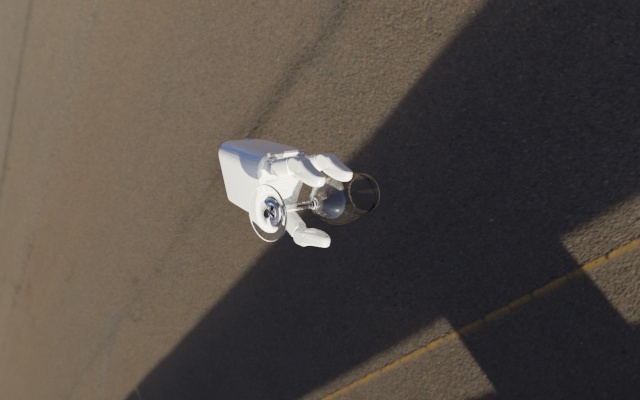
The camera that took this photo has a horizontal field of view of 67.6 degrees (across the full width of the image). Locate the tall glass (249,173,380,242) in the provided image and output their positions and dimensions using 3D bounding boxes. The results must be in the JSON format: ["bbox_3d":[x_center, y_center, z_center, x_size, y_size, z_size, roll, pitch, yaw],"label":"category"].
[{"bbox_3d":[0.000,0.002,0.675,0.079,0.079,0.201,0,8,44],"label":"tall glass"}]
